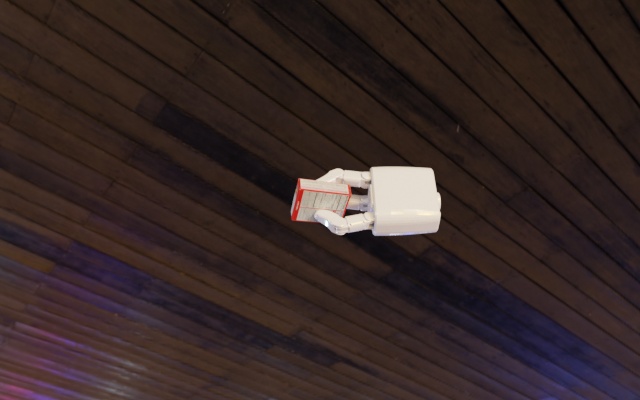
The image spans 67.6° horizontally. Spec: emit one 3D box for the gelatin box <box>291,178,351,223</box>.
[{"bbox_3d":[0.000,0.003,0.798,0.089,0.073,0.030,5,43,-12],"label":"gelatin box"}]
